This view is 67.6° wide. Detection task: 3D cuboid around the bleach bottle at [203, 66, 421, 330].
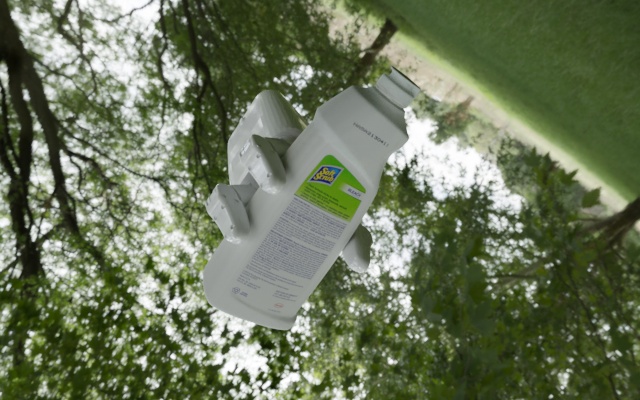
[{"bbox_3d":[0.000,0.001,0.414,0.102,0.251,0.068,26,24,-30],"label":"bleach bottle"}]
